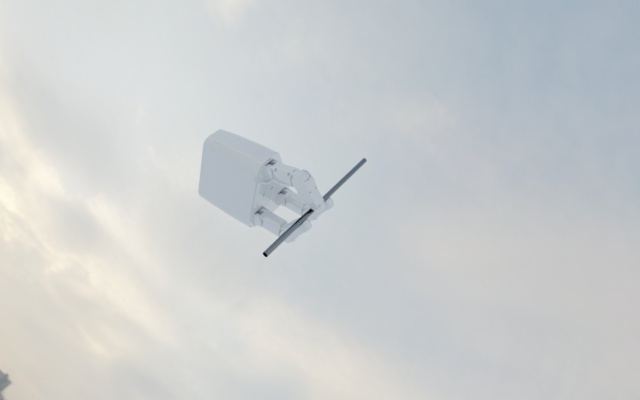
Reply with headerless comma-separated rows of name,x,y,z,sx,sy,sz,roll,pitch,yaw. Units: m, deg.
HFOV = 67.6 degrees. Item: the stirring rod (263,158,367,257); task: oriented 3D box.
stirring rod,0.000,0.002,0.659,0.011,0.011,0.239,0,32,42
